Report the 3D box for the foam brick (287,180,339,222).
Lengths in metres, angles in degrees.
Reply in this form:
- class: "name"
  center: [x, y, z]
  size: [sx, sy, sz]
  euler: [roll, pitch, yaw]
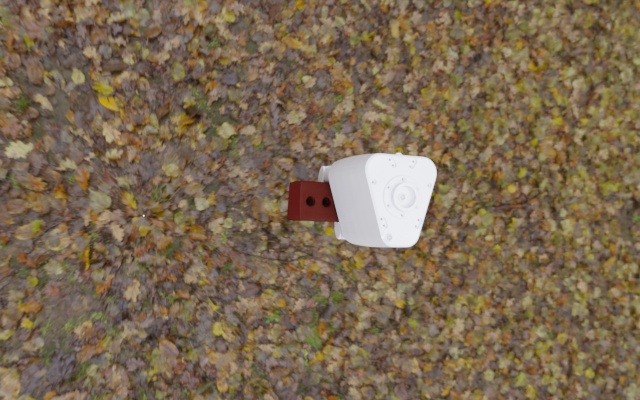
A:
- class: "foam brick"
  center: [0.000, 0.002, 0.640]
  size: [0.078, 0.053, 0.051]
  euler: [2, -1, -20]
